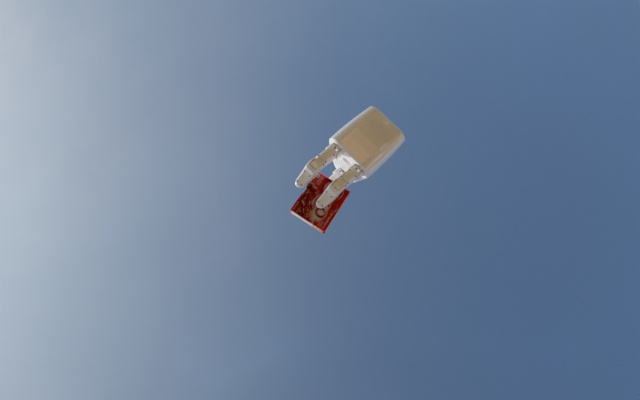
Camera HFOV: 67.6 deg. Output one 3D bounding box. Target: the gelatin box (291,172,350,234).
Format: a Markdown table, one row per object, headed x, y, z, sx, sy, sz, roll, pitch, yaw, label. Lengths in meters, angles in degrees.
| x | y | z | sx | sy | sz | roll | pitch | yaw | label |
| --- | --- | --- | --- | --- | --- | --- | --- | --- | --- |
| 0.000 | 0.003 | 0.857 | 0.073 | 0.089 | 0.030 | 33 | -11 | 6 | gelatin box |
